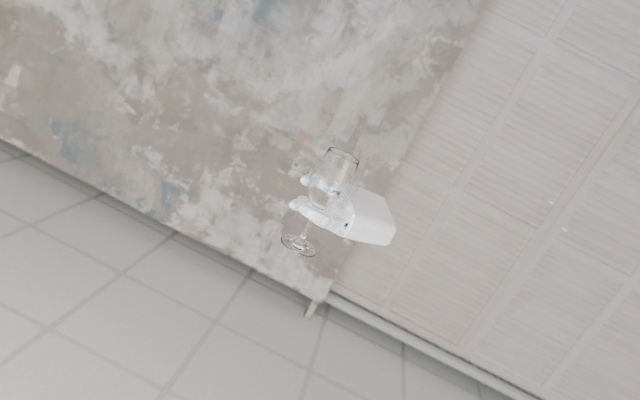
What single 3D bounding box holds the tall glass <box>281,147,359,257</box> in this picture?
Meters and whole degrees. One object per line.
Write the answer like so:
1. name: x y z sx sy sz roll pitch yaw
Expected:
1. tall glass: 0.000 0.003 0.886 0.079 0.201 0.079 24 19 -8
